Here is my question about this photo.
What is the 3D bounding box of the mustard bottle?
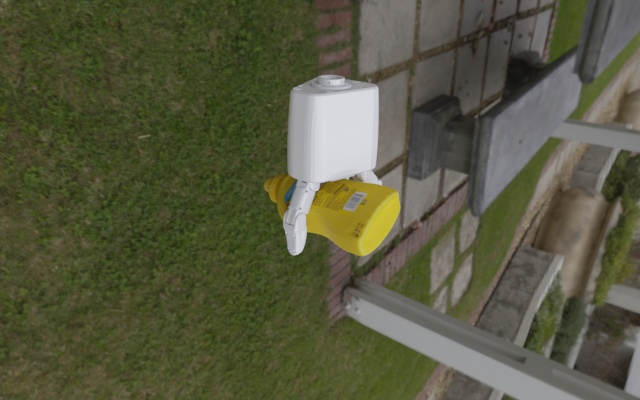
[{"bbox_3d":[0.000,0.002,0.628,0.191,0.058,0.096,19,55,33],"label":"mustard bottle"}]
